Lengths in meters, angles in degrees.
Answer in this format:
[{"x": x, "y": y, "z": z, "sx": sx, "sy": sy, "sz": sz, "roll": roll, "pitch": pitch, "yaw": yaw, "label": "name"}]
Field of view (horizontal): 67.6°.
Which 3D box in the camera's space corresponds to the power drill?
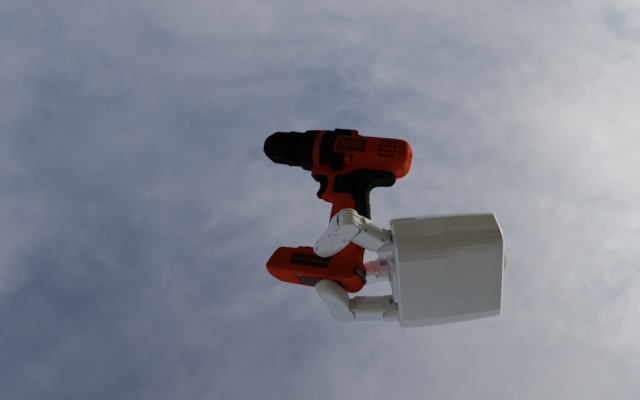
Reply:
[{"x": 0.000, "y": 0.002, "z": 0.545, "sx": 0.184, "sy": 0.187, "sz": 0.057, "roll": 6, "pitch": -23, "yaw": 20, "label": "power drill"}]
